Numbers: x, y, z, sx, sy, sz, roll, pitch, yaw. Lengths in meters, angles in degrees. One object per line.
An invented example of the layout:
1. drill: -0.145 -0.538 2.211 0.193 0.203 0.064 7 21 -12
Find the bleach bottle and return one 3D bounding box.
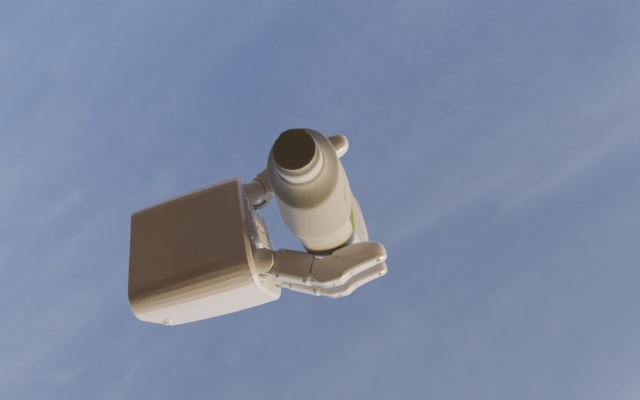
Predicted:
1. bleach bottle: 0.000 0.001 0.413 0.068 0.102 0.251 -16 -21 3
